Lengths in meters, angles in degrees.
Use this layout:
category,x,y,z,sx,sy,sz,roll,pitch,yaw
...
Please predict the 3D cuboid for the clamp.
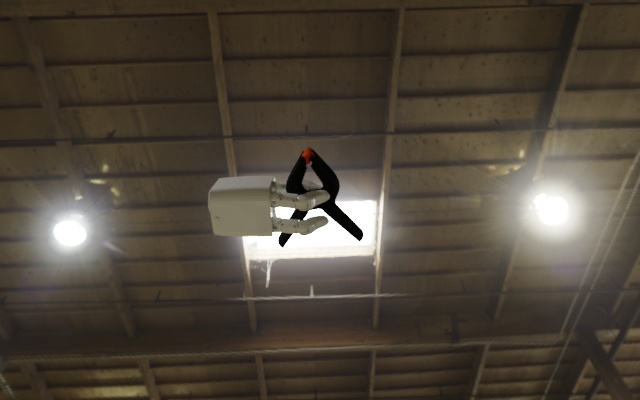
category,x,y,z,sx,sy,sz,roll,pitch,yaw
clamp,0.000,0.002,0.862,0.164,0.210,0.036,0,35,0
